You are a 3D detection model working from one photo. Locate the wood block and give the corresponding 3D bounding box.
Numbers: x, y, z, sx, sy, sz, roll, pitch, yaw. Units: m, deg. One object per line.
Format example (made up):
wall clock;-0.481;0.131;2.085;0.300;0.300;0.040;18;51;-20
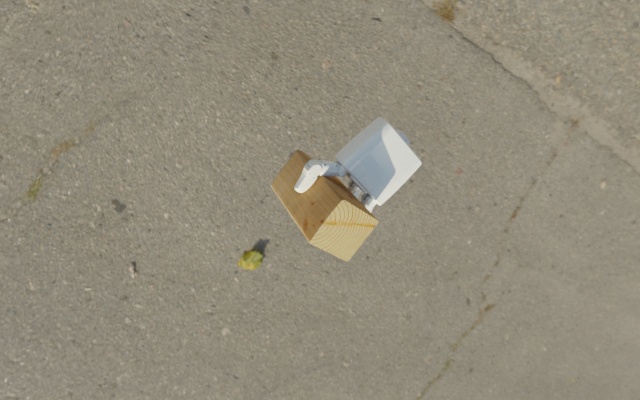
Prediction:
wood block;0.000;0.002;0.840;0.091;0.090;0.206;31;12;-35
